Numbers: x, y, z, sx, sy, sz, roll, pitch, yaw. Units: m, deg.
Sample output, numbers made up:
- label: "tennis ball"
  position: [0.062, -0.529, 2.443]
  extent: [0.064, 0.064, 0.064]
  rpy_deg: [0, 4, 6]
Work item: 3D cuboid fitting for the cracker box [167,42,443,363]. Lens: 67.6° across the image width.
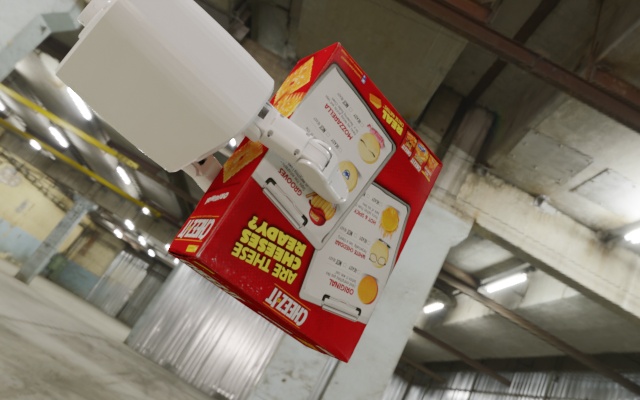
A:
- label: "cracker box"
  position: [0.000, 0.001, 0.416]
  extent: [0.164, 0.213, 0.072]
  rpy_deg: [42, -25, -27]
